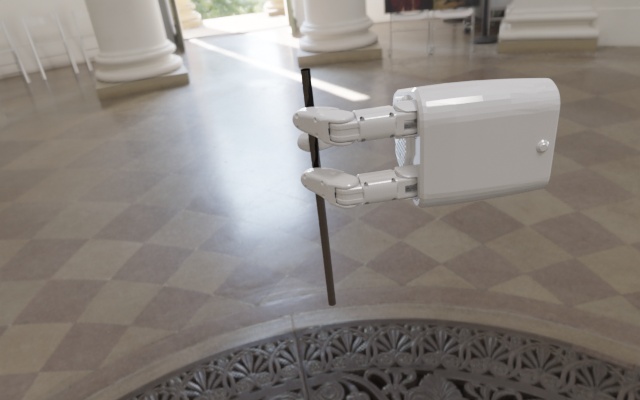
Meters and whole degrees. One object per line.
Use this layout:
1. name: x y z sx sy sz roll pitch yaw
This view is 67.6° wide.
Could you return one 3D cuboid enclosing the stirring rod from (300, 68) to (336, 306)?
1. stirring rod: 0.000 0.001 0.435 0.011 0.240 0.011 -5 29 3
